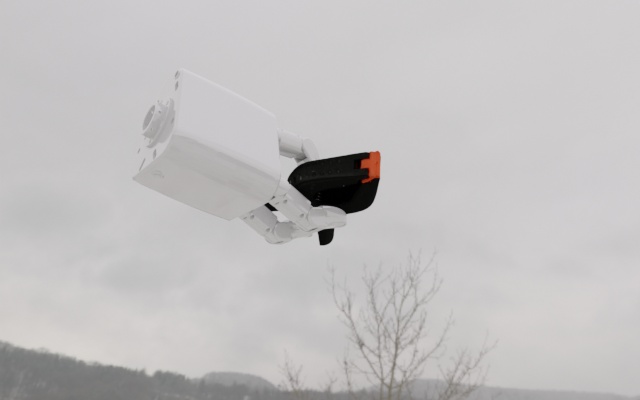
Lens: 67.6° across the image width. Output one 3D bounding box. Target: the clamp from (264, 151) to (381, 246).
[{"bbox_3d":[0.000,0.001,0.525,0.164,0.036,0.210,22,-31,-35],"label":"clamp"}]
